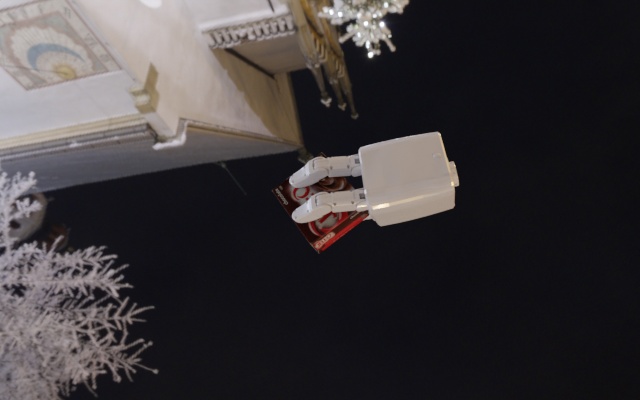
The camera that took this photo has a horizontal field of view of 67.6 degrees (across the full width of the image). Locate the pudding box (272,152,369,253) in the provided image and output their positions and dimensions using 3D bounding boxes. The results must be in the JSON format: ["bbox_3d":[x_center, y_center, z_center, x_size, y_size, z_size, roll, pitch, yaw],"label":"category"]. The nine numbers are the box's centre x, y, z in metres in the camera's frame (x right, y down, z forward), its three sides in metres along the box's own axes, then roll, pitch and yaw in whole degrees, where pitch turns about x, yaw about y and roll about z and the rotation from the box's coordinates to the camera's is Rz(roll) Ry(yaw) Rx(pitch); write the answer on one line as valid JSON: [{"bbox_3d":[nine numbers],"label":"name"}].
[{"bbox_3d":[0.000,0.002,0.651,0.090,0.113,0.039,-37,-36,-3],"label":"pudding box"}]
